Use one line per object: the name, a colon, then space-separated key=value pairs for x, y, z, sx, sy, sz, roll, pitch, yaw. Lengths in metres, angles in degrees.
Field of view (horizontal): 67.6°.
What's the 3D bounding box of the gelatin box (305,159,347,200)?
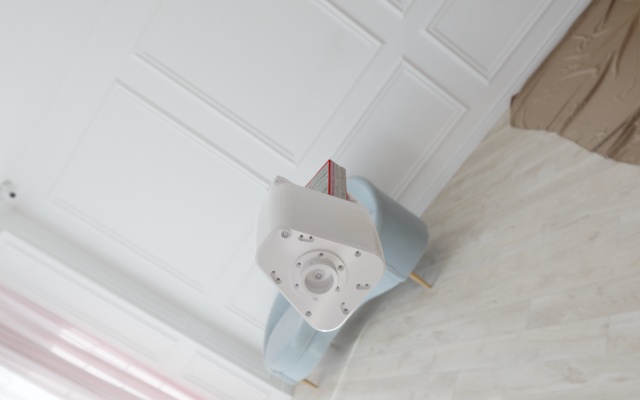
gelatin box: x=0.000 y=0.001 z=0.577 sx=0.030 sy=0.073 sz=0.089 roll=32 pitch=28 yaw=-19
